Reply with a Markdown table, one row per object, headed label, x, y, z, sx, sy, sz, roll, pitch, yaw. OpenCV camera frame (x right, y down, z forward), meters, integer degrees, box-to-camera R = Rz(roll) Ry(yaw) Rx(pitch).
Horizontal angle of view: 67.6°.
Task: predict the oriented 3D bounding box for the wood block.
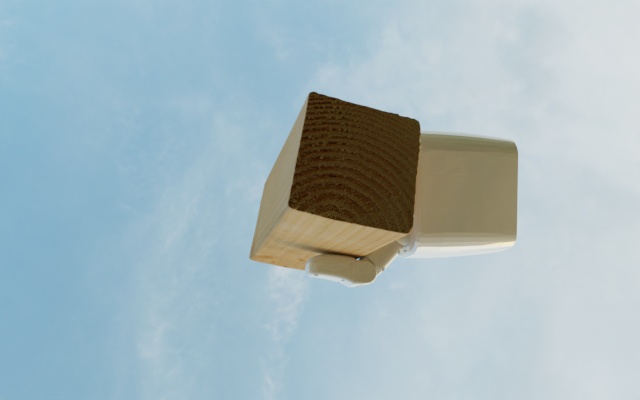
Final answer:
| label | x | y | z | sx | sy | sz | roll | pitch | yaw |
| --- | --- | --- | --- | --- | --- | --- | --- | --- | --- |
| wood block | 0.000 | 0.002 | 0.424 | 0.090 | 0.090 | 0.206 | 13 | -19 | -12 |
